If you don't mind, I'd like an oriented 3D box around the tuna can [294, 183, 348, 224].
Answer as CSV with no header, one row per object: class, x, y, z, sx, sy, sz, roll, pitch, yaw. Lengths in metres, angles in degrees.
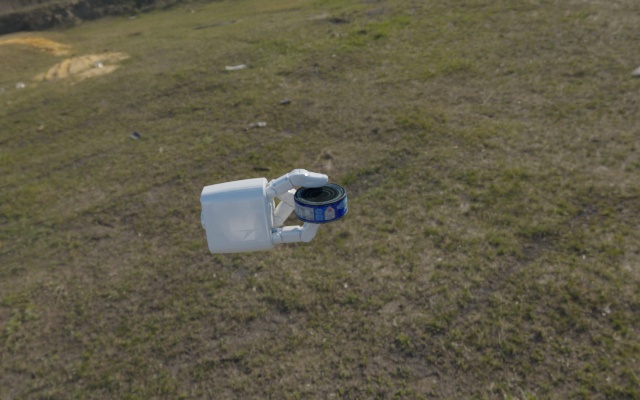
tuna can,0.000,0.002,0.762,0.086,0.034,0.086,-3,26,2
